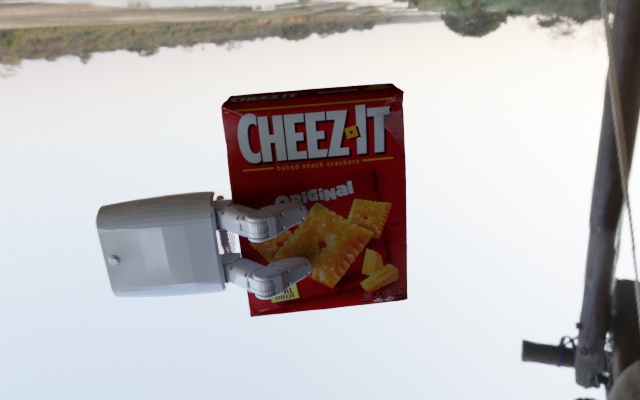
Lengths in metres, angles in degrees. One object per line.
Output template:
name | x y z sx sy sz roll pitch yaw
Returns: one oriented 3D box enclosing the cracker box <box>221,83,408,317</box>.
cracker box | 0.000 0.002 0.471 0.164 0.214 0.072 -5 20 -1
